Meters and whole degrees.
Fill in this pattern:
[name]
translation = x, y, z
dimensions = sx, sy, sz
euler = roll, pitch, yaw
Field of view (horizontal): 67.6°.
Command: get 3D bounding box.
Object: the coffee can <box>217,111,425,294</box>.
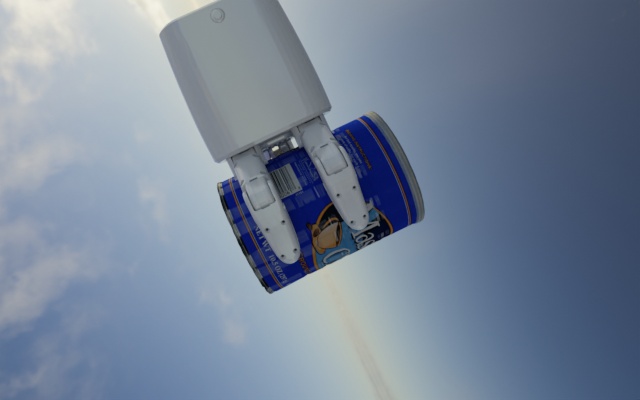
[coffee can]
translation = 0.000, 0.001, 0.401
dimensions = 0.140, 0.103, 0.103
euler = -26, 1, -3
